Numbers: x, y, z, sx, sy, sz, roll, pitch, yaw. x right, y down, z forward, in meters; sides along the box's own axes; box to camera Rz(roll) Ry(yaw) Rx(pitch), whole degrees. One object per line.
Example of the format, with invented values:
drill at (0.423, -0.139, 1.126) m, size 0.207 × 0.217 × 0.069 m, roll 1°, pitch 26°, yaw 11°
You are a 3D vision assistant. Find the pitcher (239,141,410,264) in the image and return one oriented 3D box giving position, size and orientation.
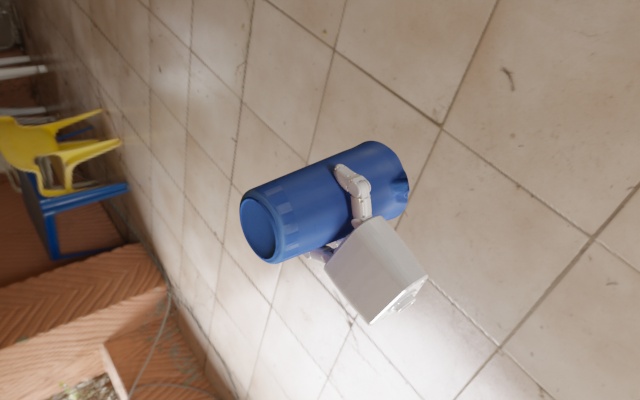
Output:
pitcher at (0.000, 0.002, 0.717) m, size 0.243 × 0.145 × 0.149 m, roll -21°, pitch -28°, yaw -35°
